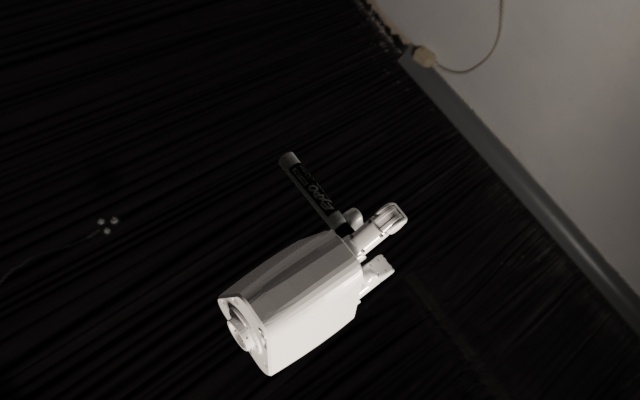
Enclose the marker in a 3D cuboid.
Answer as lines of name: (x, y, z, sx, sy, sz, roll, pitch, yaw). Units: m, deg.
marker: (0.000, 0.002, 0.475, 0.020, 0.121, 0.020, -36, -15, -11)
